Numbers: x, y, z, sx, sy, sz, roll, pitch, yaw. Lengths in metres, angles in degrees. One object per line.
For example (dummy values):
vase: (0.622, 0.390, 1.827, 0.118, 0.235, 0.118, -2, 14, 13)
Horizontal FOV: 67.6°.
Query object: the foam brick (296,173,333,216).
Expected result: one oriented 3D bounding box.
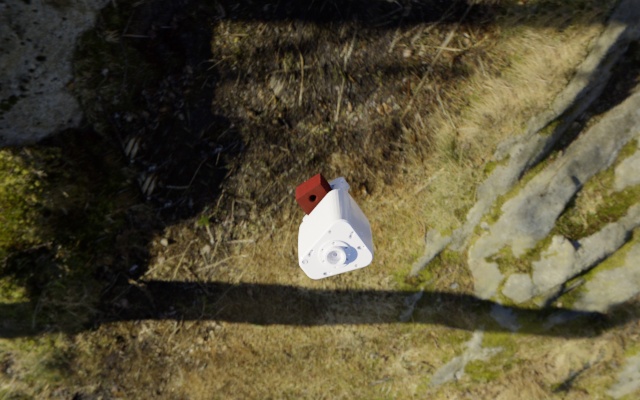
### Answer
foam brick: (0.000, 0.002, 0.819, 0.053, 0.078, 0.051, -32, 21, 14)
